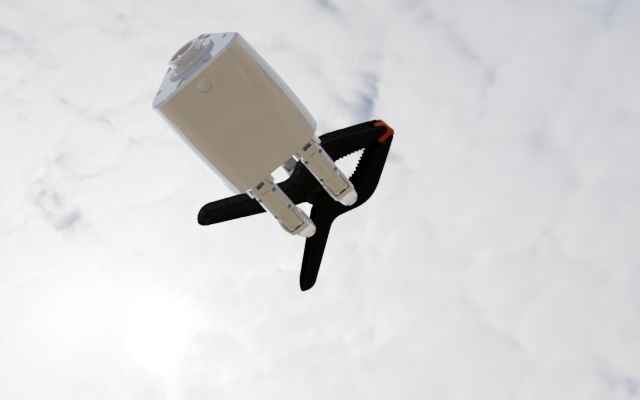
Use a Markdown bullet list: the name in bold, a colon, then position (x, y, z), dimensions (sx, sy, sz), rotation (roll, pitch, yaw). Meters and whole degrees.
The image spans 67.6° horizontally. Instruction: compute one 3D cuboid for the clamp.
- **clamp**: position (0.000, 0.001, 0.509), dimensions (0.165, 0.210, 0.036), rotation (47, 7, -34)
